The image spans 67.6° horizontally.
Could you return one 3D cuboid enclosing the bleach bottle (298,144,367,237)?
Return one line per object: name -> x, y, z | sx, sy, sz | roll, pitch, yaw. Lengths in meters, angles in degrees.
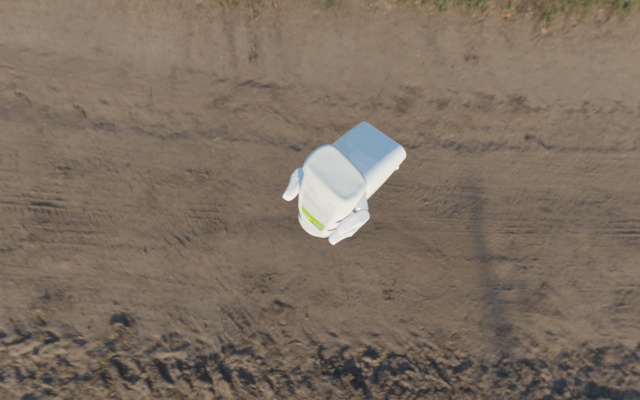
bleach bottle -> 0.000, 0.003, 0.821 | 0.068, 0.102, 0.251 | -42, -6, -22
